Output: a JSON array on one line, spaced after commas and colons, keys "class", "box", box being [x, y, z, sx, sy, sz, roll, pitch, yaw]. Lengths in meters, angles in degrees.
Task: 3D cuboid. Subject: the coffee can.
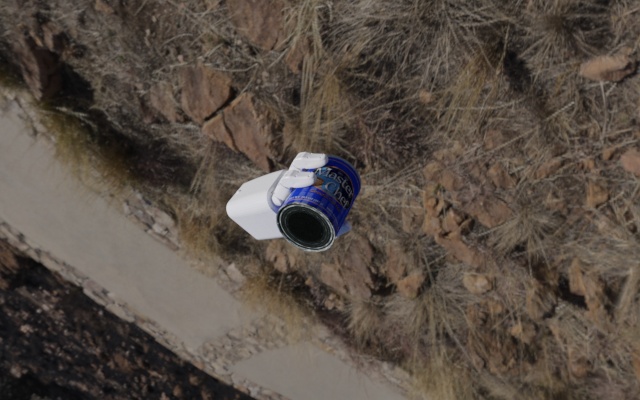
[{"class": "coffee can", "box": [0.000, 0.003, 0.807, 0.103, 0.103, 0.140, 0, 37, 26]}]
